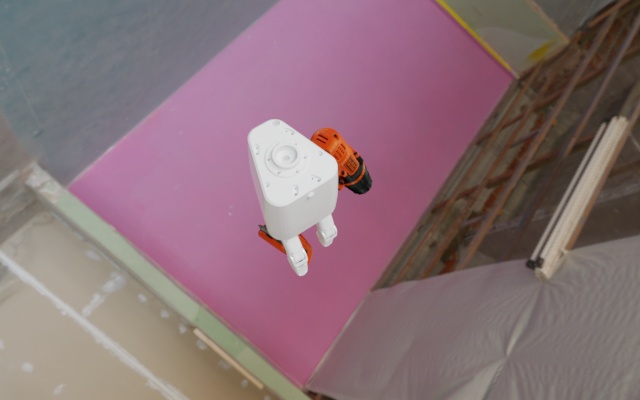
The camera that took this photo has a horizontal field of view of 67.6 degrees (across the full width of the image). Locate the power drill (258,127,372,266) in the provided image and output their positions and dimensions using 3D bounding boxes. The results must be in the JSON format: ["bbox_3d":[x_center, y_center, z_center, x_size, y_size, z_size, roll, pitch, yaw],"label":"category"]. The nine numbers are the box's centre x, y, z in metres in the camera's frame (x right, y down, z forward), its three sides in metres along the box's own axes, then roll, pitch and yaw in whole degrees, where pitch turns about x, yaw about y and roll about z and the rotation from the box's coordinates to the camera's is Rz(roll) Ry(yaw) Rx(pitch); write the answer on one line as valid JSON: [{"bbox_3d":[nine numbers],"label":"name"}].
[{"bbox_3d":[0.000,0.003,0.719,0.057,0.187,0.184,28,-6,32],"label":"power drill"}]
